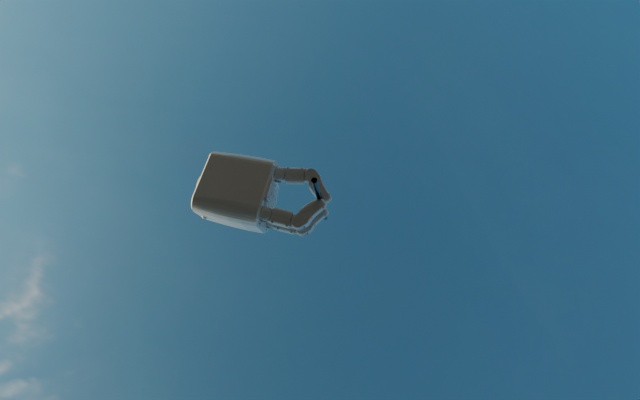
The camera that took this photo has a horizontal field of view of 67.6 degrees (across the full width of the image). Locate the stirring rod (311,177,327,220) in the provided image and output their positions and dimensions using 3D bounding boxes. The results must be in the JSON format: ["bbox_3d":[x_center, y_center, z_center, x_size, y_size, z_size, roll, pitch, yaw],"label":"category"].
[{"bbox_3d":[0.000,0.002,0.728,0.011,0.011,0.239,0,-14,4],"label":"stirring rod"}]
